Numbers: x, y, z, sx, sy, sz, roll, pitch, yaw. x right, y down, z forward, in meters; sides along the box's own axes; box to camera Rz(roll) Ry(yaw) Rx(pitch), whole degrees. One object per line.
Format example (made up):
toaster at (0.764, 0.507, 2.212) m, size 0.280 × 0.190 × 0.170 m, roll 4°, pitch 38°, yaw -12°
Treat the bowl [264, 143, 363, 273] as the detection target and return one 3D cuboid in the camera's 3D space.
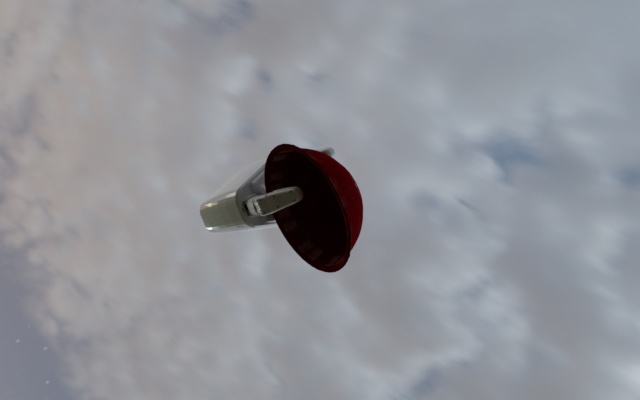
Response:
bowl at (0.001, 0.002, 0.569) m, size 0.055 × 0.162 × 0.162 m, roll -26°, pitch 14°, yaw -31°
